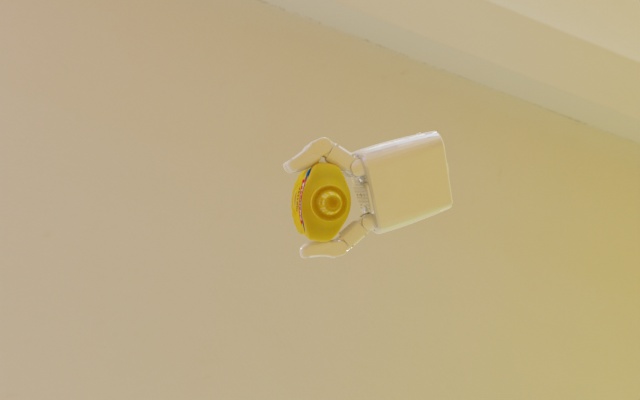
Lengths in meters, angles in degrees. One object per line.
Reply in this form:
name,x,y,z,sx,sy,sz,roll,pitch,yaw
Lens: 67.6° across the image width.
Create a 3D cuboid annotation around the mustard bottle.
mustard bottle,0.000,0.002,0.597,0.058,0.096,0.191,8,0,-9
